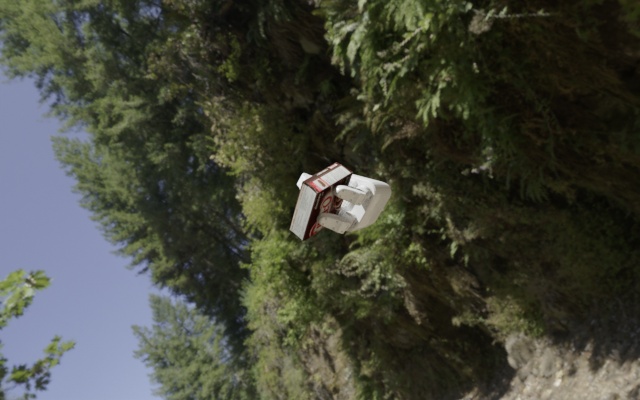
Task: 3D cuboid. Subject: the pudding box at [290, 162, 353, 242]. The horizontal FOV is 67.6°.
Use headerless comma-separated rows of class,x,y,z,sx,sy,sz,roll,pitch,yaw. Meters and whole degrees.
pudding box,0.000,0.002,0.783,0.039,0.114,0.090,35,44,23
